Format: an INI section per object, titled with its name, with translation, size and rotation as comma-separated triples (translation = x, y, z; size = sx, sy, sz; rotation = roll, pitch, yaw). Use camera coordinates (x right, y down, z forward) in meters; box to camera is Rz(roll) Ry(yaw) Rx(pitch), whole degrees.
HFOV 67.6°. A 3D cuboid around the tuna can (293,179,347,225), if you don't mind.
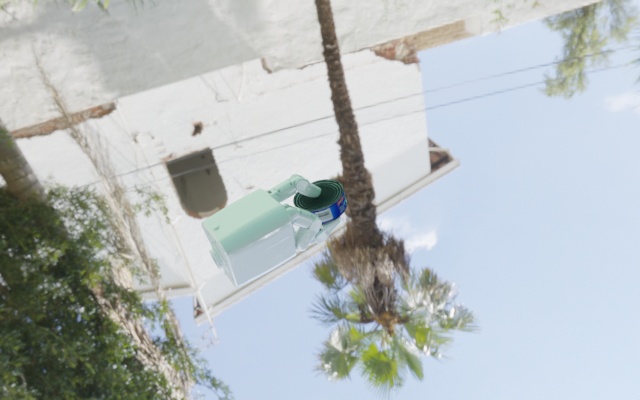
[tuna can]
translation = 0.000, 0.003, 0.790
size = 0.086, 0.034, 0.086
rotation = -13, 34, 9
